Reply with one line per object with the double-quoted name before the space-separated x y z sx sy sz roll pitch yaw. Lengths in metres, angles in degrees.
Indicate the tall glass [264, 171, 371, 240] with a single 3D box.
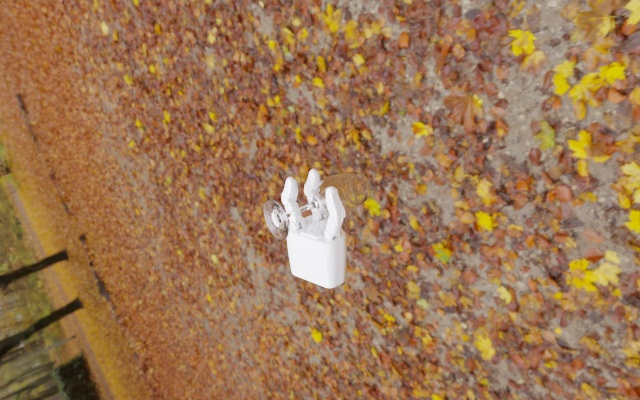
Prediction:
"tall glass" 0.000 0.003 0.876 0.201 0.079 0.079 -22 12 -33
